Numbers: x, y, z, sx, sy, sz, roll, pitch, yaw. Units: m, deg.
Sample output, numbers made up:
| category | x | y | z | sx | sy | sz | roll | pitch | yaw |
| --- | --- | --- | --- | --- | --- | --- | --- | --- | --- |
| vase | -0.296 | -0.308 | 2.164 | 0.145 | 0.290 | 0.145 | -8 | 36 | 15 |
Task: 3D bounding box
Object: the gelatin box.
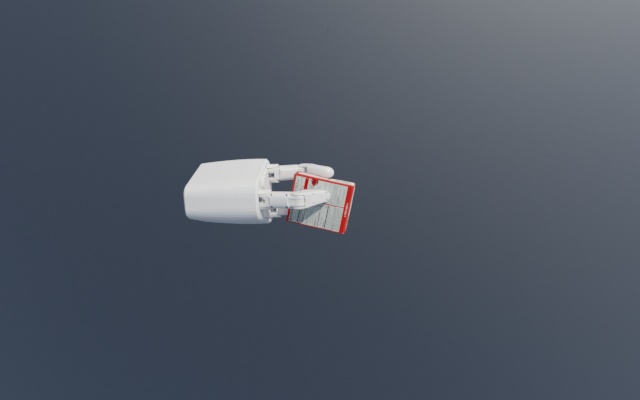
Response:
| category | x | y | z | sx | sy | sz | roll | pitch | yaw |
| --- | --- | --- | --- | --- | --- | --- | --- | --- | --- |
| gelatin box | 0.000 | 0.002 | 0.696 | 0.089 | 0.073 | 0.030 | 13 | 12 | 7 |
